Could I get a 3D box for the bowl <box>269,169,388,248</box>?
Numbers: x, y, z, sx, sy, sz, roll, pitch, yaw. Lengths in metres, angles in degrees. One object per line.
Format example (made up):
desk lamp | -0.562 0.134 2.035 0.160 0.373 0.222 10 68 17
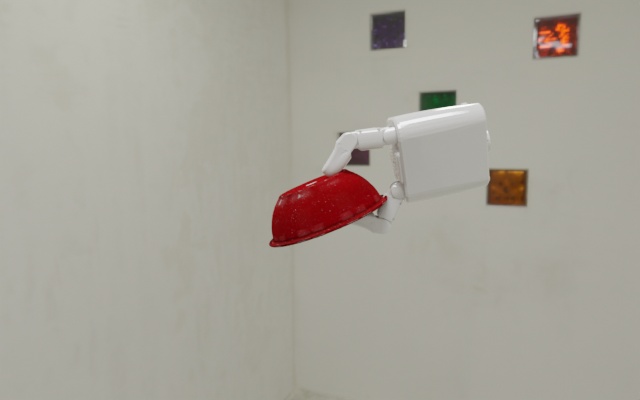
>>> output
bowl | -0.001 0.002 0.604 0.162 0.055 0.162 -22 7 3
